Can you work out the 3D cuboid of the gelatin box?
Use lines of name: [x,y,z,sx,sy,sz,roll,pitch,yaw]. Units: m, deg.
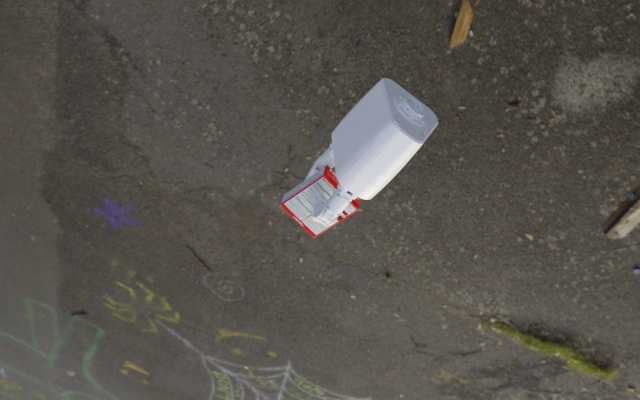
gelatin box: [0.000,0.003,0.671,0.089,0.073,0.030,-34,23,28]
